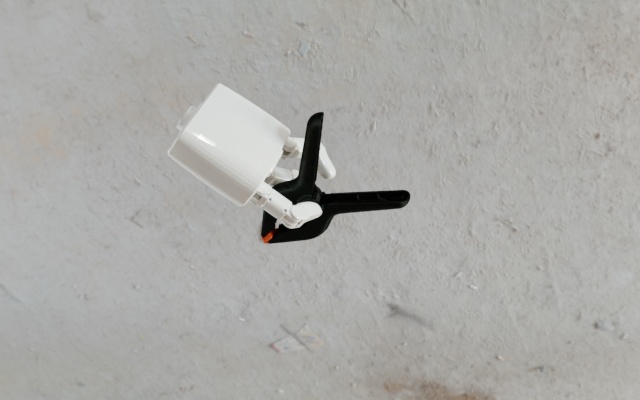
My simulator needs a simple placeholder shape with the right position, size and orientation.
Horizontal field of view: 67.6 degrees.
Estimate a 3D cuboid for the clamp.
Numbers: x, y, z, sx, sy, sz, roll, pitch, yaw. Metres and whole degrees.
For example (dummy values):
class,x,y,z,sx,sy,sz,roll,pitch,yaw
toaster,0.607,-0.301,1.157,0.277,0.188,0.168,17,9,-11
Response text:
class,x,y,z,sx,sy,sz,roll,pitch,yaw
clamp,-0.001,0.003,0.626,0.164,0.036,0.210,35,-54,-14
